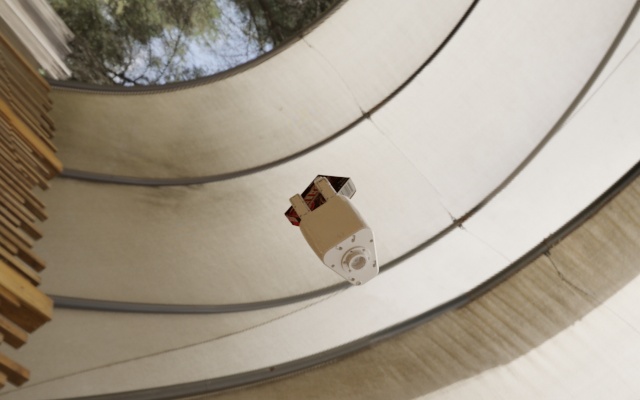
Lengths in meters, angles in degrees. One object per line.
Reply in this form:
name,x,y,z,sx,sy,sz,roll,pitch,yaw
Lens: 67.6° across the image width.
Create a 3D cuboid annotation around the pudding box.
pudding box,0.000,0.003,0.882,0.090,0.039,0.113,10,49,47
